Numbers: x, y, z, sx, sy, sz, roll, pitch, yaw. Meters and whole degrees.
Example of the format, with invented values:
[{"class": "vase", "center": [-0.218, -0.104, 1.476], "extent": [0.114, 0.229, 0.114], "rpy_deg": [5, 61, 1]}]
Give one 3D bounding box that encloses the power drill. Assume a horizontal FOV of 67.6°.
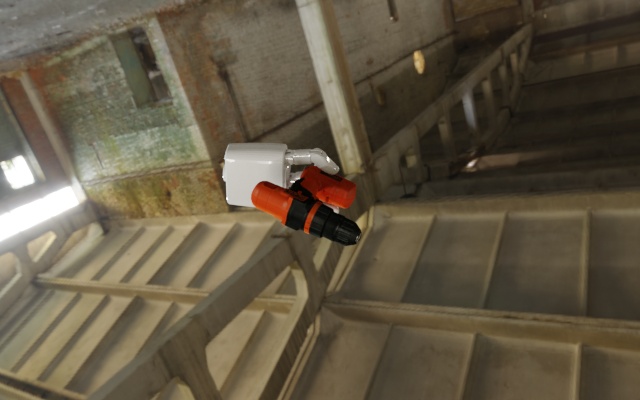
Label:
[{"class": "power drill", "center": [0.000, 0.002, 0.799], "extent": [0.184, 0.057, 0.187], "rpy_deg": [25, 21, 12]}]
